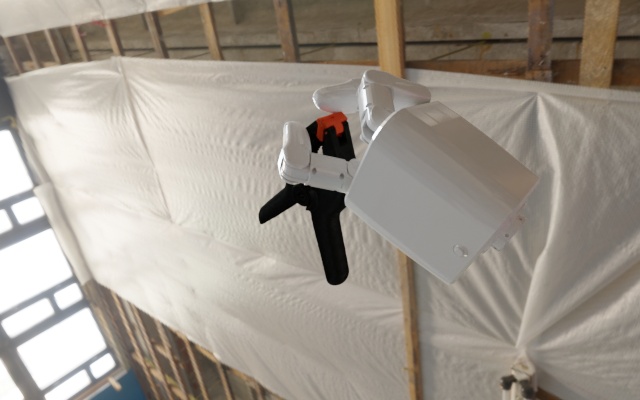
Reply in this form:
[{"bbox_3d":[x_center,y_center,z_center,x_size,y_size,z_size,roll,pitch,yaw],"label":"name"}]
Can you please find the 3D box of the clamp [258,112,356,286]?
[{"bbox_3d":[0.000,0.001,0.446,0.120,0.172,0.039,40,49,15],"label":"clamp"}]
